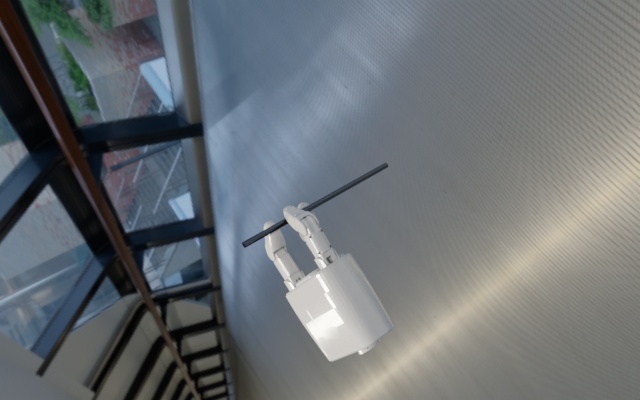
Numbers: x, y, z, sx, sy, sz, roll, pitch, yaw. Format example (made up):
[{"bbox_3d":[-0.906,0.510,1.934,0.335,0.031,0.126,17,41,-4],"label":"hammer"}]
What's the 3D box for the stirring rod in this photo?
[{"bbox_3d":[0.000,0.002,0.642,0.239,0.011,0.011,-29,13,-24],"label":"stirring rod"}]
